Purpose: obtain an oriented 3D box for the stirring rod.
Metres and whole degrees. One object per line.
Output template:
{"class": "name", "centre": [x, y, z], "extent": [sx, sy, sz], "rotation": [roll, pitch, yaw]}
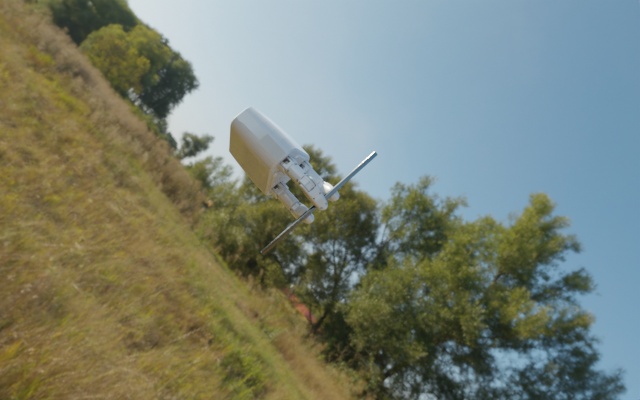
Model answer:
{"class": "stirring rod", "centre": [0.000, 0.002, 0.748], "extent": [0.239, 0.011, 0.011], "rotation": [-41, 8, -10]}
